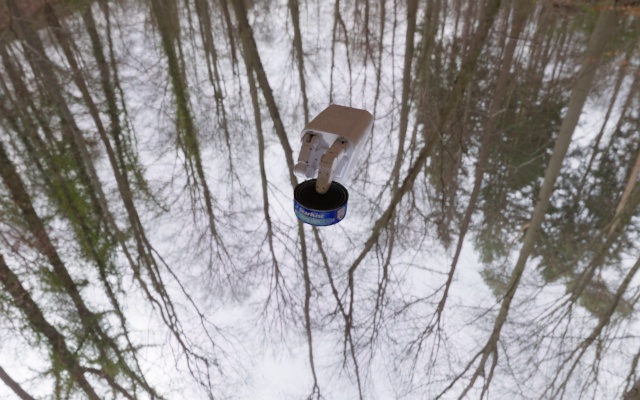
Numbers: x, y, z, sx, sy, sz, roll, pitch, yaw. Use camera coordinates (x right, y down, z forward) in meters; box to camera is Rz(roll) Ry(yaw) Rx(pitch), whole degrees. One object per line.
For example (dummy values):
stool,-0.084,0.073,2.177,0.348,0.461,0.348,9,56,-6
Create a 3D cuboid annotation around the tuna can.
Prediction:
tuna can,0.000,0.003,0.739,0.086,0.034,0.086,2,36,-2
